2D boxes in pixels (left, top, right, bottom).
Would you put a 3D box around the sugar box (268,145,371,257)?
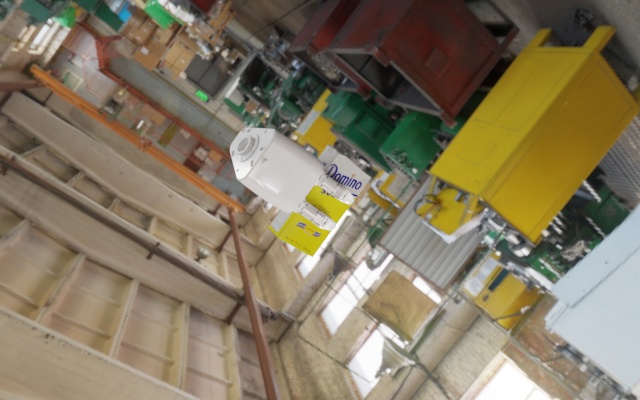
[{"bbox_3d":[0.000,0.003,0.821,0.093,0.176,0.048,34,5,-38],"label":"sugar box"}]
